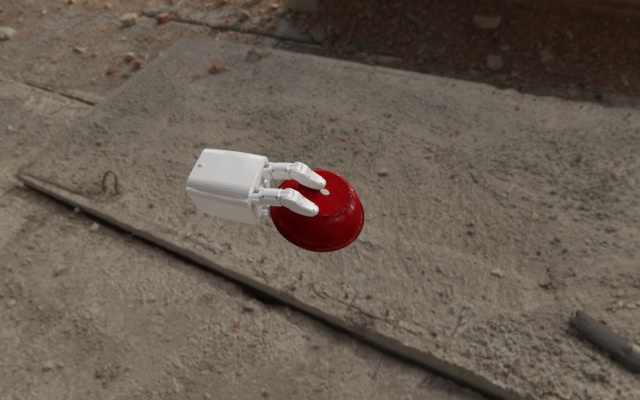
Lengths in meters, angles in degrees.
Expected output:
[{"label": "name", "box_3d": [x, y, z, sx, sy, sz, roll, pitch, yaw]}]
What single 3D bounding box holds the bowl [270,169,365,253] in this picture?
[{"label": "bowl", "box_3d": [0.002, 0.002, 0.782, 0.162, 0.162, 0.055, 0, -36, -13]}]
